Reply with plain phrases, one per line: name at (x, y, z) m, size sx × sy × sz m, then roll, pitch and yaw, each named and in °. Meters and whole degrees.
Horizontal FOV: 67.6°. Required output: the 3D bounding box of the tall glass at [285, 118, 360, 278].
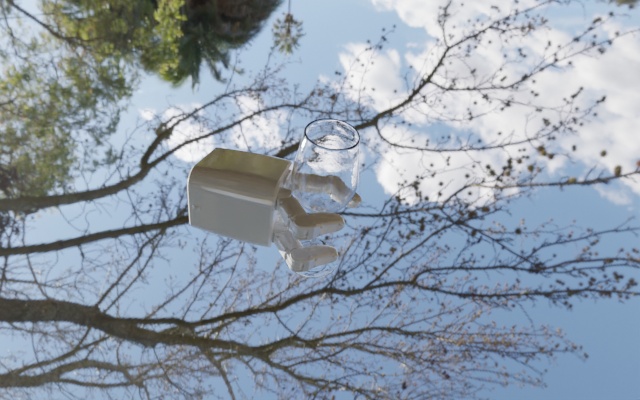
tall glass at (0.000, 0.002, 0.581) m, size 0.079 × 0.201 × 0.079 m, roll 6°, pitch 41°, yaw -5°
